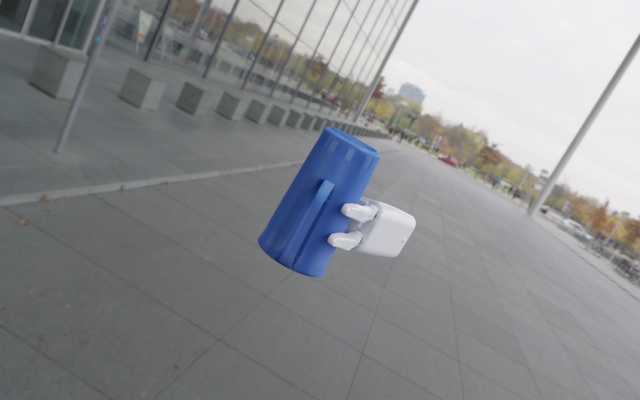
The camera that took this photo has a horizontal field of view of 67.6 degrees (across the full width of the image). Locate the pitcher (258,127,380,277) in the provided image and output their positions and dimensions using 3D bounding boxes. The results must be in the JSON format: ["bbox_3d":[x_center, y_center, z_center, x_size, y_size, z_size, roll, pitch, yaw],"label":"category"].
[{"bbox_3d":[0.000,0.003,0.820,0.145,0.243,0.149,18,15,-40],"label":"pitcher"}]
